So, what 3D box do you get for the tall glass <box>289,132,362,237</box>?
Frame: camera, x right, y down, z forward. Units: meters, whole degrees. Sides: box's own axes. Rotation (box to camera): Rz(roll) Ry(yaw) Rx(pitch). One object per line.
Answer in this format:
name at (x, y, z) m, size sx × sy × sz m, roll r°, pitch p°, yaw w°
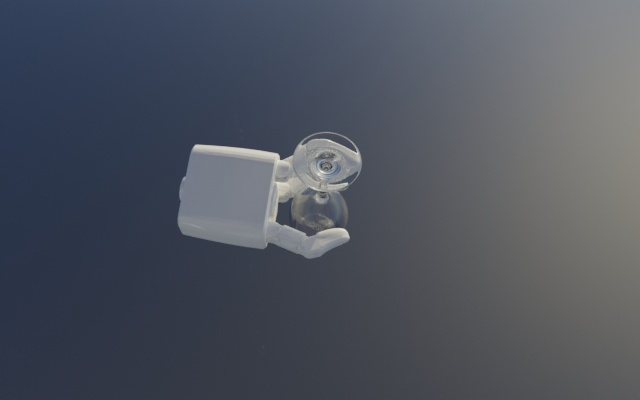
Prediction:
tall glass at (0.000, 0.002, 0.596) m, size 0.079 × 0.079 × 0.201 m, roll 0°, pitch -27°, yaw -4°
